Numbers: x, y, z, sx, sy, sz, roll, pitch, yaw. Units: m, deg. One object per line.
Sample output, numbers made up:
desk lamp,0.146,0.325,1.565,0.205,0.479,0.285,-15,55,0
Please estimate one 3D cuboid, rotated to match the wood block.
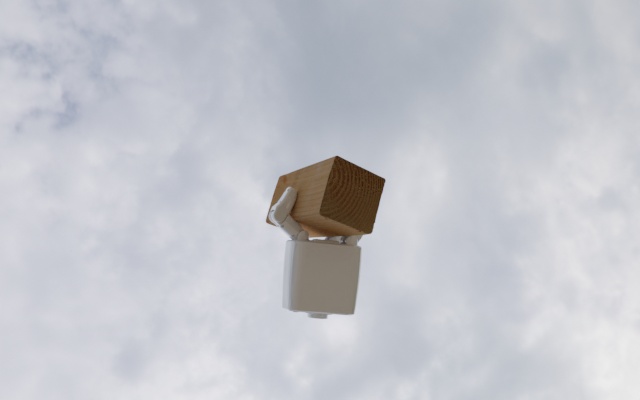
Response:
wood block,0.000,0.003,0.756,0.091,0.090,0.206,23,-15,-24
